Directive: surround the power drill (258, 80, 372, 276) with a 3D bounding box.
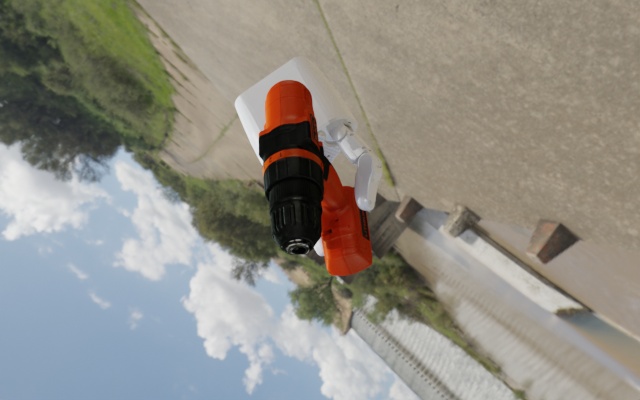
[{"bbox_3d":[0.000,0.002,0.469,0.057,0.184,0.188,-14,-37,13],"label":"power drill"}]
